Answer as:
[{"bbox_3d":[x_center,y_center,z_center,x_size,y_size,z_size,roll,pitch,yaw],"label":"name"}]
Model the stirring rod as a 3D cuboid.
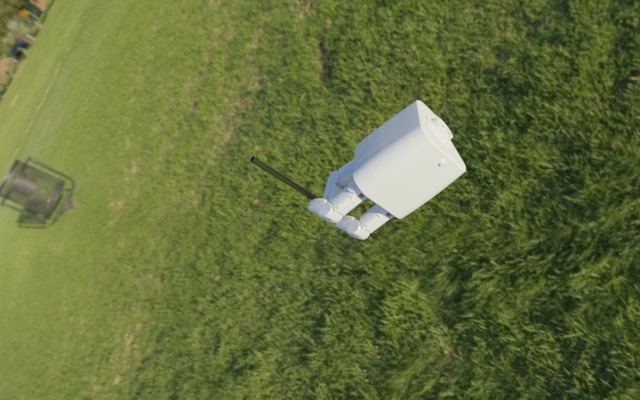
[{"bbox_3d":[0.000,0.002,0.656,0.240,0.011,0.011,32,-19,-34],"label":"stirring rod"}]
